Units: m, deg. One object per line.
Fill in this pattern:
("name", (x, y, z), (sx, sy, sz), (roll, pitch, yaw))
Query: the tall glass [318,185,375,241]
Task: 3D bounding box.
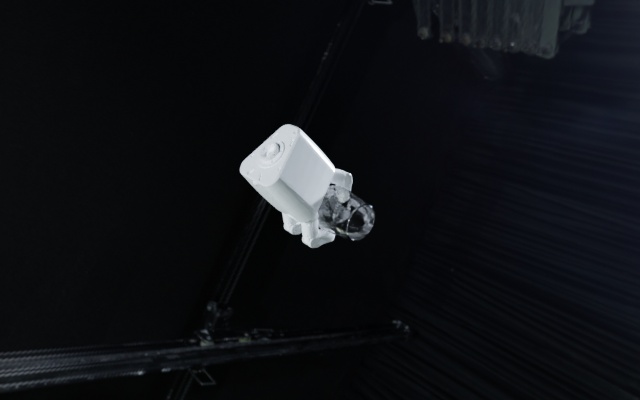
("tall glass", (0.000, 0.002, 0.810), (0.079, 0.079, 0.201), (0, 19, -43))
